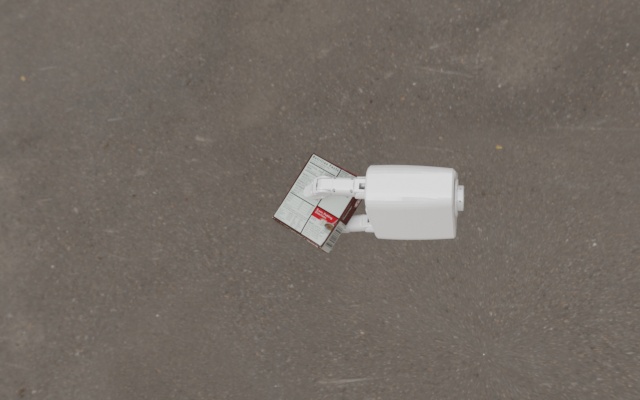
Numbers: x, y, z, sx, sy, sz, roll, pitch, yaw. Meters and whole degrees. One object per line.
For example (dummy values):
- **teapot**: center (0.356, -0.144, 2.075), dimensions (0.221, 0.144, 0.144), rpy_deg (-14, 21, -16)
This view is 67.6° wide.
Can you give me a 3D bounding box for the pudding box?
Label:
- **pudding box**: center (0.000, 0.002, 0.666), dimensions (0.090, 0.113, 0.039), rpy_deg (31, -6, 23)
